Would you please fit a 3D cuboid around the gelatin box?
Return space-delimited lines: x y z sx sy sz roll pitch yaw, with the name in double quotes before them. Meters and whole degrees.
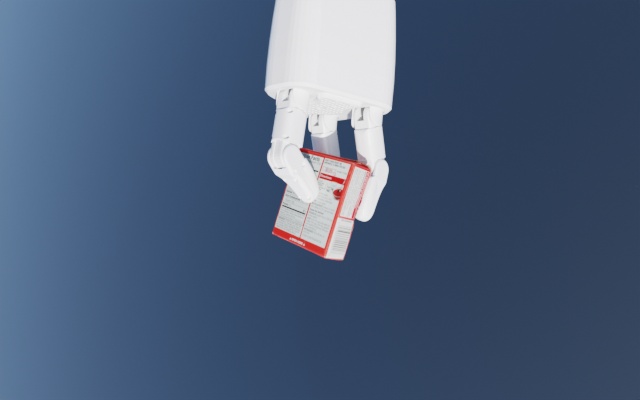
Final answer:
"gelatin box" 0.000 0.002 0.440 0.073 0.089 0.030 19 3 42
